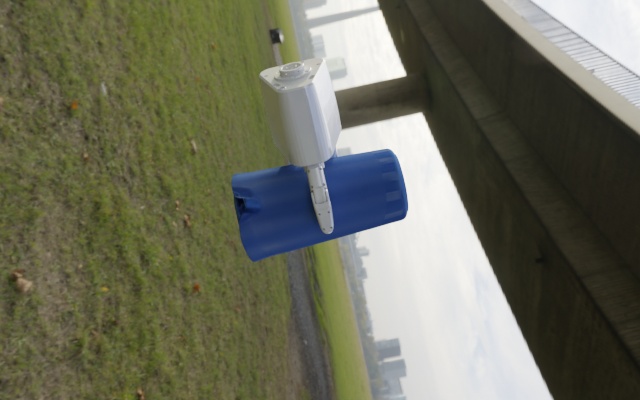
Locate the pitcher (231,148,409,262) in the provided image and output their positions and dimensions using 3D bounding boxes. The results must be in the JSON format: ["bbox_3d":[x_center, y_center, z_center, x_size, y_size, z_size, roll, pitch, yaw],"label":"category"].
[{"bbox_3d":[0.000,0.002,0.714,0.243,0.145,0.149,-12,31,2],"label":"pitcher"}]
